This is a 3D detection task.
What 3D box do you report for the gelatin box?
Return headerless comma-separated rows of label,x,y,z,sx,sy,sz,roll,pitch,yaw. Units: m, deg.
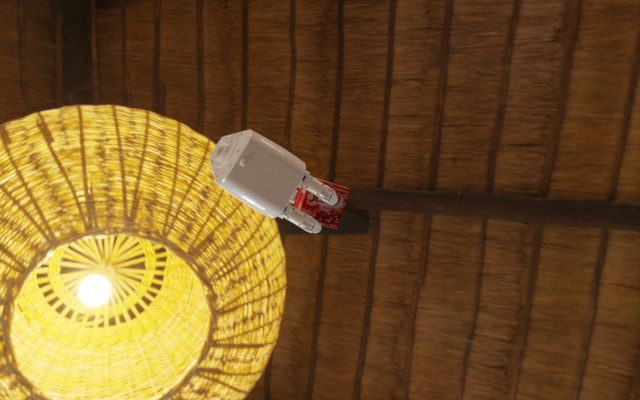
gelatin box,0.000,0.003,0.804,0.089,0.073,0.030,17,4,-37
